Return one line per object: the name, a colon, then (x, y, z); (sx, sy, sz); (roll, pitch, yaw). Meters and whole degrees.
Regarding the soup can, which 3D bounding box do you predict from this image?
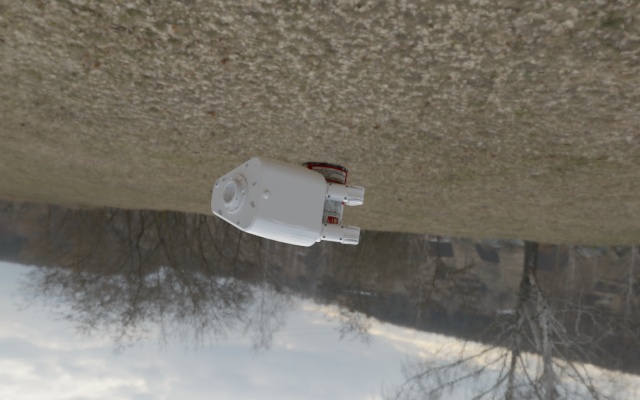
soup can: (0.000, 0.003, 0.681); (0.068, 0.102, 0.068); (7, -9, 1)
